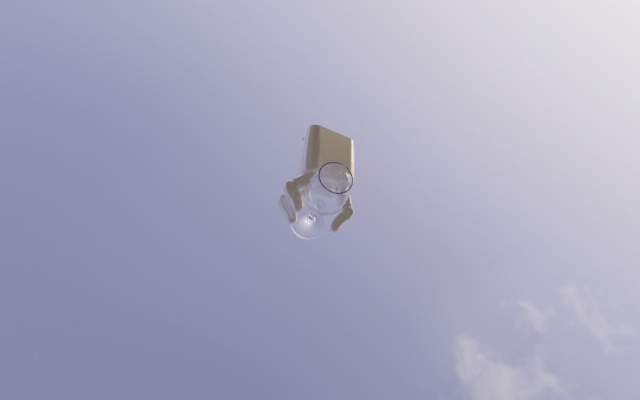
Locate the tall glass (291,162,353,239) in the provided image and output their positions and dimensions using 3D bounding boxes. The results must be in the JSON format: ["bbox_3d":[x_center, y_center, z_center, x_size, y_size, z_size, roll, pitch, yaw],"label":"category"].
[{"bbox_3d":[0.000,0.003,0.893,0.079,0.079,0.201,0,-25,-17],"label":"tall glass"}]
